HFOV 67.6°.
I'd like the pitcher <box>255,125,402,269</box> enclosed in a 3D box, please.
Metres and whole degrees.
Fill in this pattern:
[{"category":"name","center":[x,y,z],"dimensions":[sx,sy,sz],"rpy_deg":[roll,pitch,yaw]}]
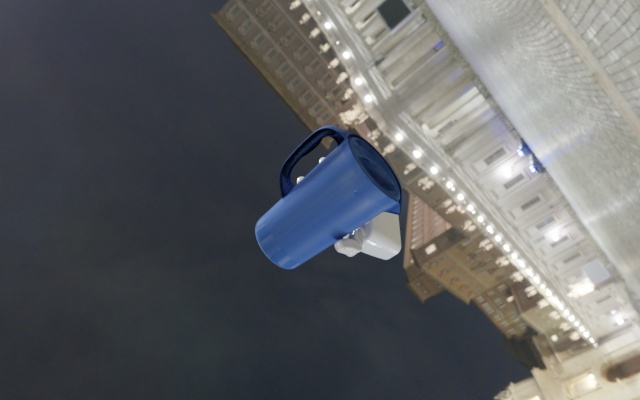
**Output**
[{"category":"pitcher","center":[0.000,0.003,0.798],"dimensions":[0.243,0.149,0.145],"rpy_deg":[-38,-39,24]}]
